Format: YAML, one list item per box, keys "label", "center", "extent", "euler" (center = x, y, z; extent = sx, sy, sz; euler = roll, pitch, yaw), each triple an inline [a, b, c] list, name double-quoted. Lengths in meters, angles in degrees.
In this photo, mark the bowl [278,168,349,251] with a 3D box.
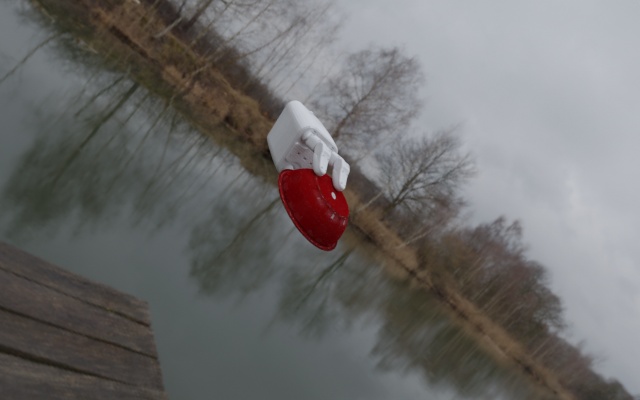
- label: "bowl"
  center: [0.001, 0.004, 0.810]
  extent: [0.055, 0.162, 0.162]
  euler: [-32, -13, 22]
